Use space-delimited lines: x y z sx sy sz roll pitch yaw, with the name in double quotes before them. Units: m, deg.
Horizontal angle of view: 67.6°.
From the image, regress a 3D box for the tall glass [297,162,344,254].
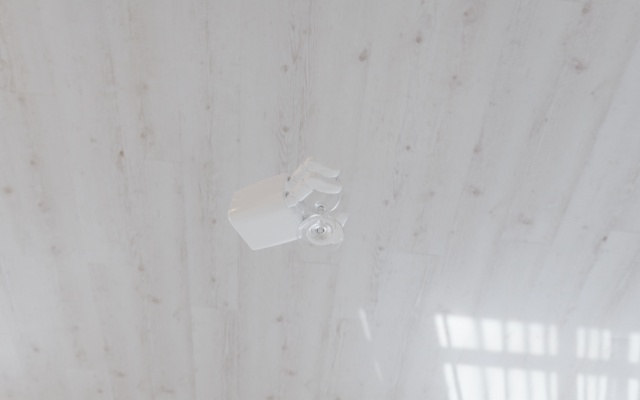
"tall glass" 0.000 0.003 0.830 0.079 0.079 0.201 0 31 1
